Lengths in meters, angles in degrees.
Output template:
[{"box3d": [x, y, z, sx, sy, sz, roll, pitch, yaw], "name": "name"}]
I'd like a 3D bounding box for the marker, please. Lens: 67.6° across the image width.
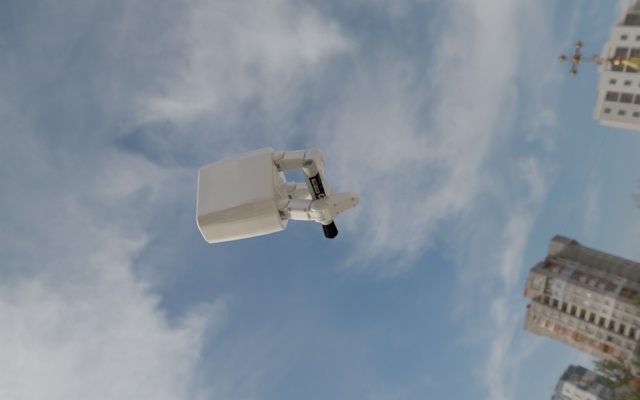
[{"box3d": [0.000, 0.002, 0.598, 0.020, 0.121, 0.020, -12, 37, 9], "name": "marker"}]
